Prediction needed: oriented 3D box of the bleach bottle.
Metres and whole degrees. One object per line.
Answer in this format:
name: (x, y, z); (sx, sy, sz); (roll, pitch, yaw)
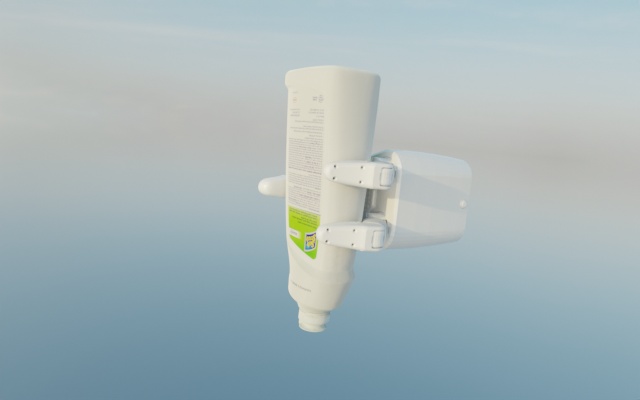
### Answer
bleach bottle: (0.000, 0.002, 0.470); (0.068, 0.251, 0.102); (1, 9, -31)
